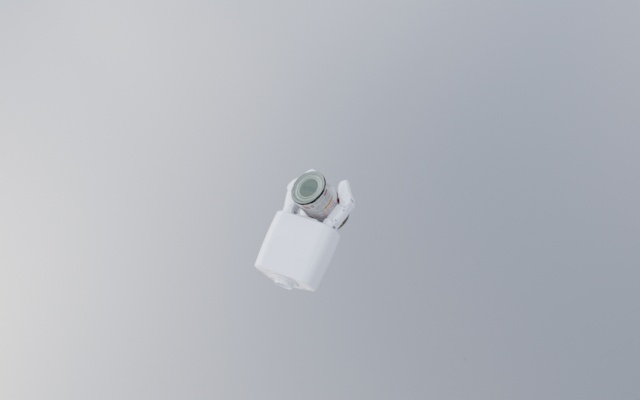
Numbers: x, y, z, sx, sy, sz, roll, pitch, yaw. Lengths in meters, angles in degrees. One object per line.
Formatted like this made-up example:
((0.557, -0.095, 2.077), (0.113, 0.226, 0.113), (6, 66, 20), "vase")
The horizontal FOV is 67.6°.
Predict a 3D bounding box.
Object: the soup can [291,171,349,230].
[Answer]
((0.000, 0.002, 0.844), (0.068, 0.068, 0.102), (0, -30, 31), "soup can")
